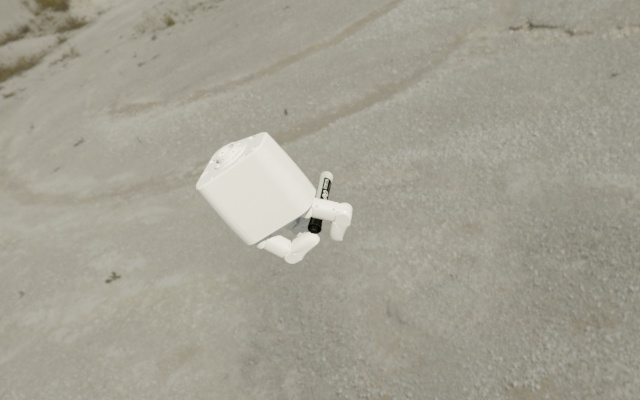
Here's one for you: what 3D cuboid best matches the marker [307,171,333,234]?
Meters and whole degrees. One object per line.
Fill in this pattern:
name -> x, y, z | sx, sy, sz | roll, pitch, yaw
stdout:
marker -> 0.000, 0.002, 0.664 | 0.020, 0.020, 0.121 | 0, 40, 12
